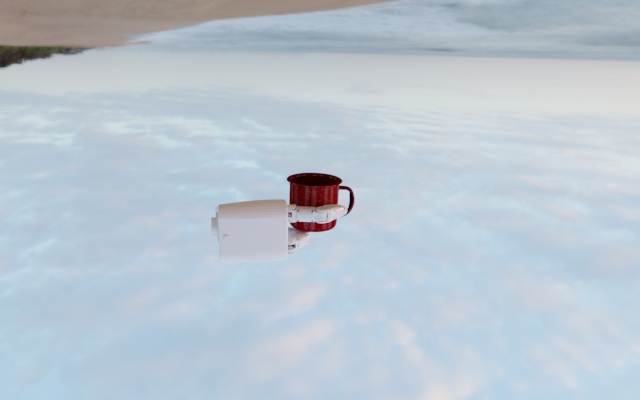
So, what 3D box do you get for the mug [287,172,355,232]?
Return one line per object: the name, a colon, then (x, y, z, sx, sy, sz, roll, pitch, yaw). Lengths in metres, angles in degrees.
mug: (0.002, 0.003, 0.806, 0.117, 0.081, 0.093, -2, 17, -14)
